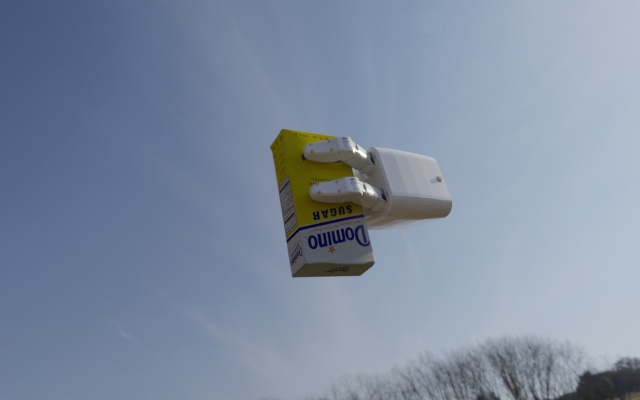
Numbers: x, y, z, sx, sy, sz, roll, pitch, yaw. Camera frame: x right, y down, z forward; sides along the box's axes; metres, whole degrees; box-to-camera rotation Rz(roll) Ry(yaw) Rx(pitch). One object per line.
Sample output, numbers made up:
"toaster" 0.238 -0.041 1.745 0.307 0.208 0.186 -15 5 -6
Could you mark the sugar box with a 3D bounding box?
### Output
"sugar box" 0.000 0.001 0.568 0.093 0.176 0.048 3 -32 -29
